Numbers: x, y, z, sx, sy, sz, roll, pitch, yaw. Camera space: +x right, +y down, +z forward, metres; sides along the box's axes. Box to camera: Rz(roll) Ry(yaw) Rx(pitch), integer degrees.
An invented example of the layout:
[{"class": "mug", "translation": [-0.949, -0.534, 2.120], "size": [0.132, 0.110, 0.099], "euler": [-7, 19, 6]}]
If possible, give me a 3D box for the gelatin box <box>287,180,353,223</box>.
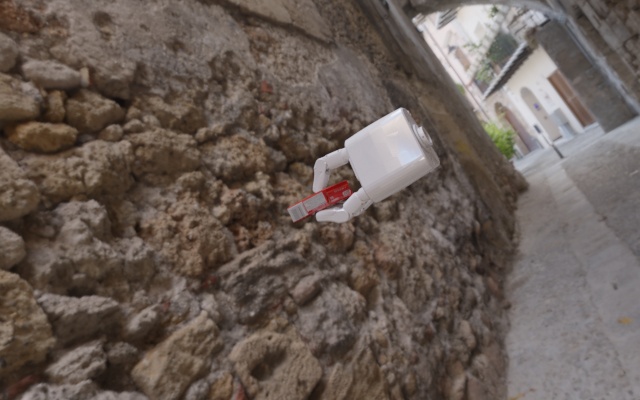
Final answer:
[{"class": "gelatin box", "translation": [0.000, 0.002, 0.804], "size": [0.089, 0.030, 0.073], "euler": [-27, -3, 38]}]
